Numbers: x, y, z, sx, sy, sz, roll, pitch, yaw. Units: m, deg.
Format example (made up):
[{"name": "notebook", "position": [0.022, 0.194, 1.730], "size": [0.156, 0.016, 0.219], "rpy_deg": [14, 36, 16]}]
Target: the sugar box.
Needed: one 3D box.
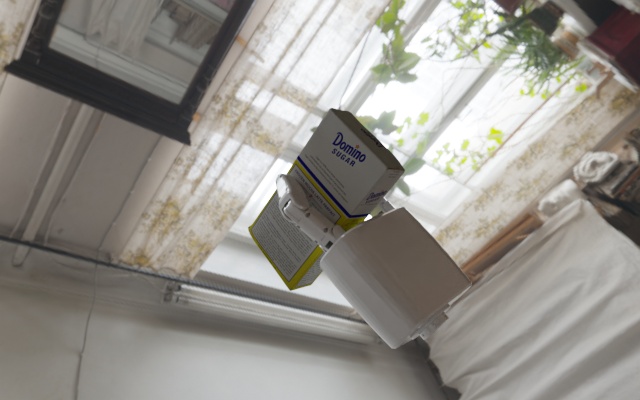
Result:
[{"name": "sugar box", "position": [0.000, 0.002, 0.503], "size": [0.093, 0.176, 0.048], "rpy_deg": [50, 27, 24]}]
